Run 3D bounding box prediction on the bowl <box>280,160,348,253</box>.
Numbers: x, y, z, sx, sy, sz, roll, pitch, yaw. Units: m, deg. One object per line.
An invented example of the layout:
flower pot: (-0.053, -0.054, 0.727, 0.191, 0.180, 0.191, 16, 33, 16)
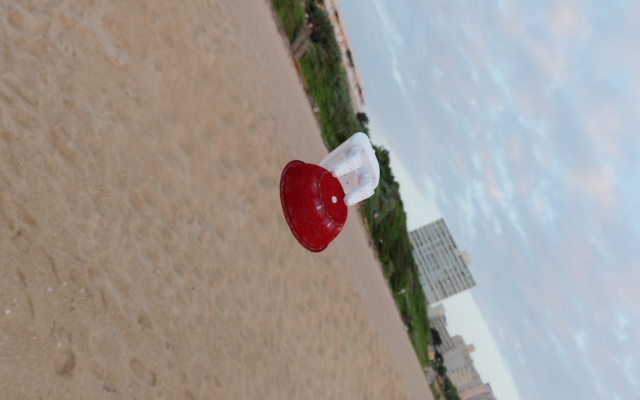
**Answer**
bowl: (0.000, 0.003, 0.793, 0.055, 0.162, 0.162, -16, -8, 28)
